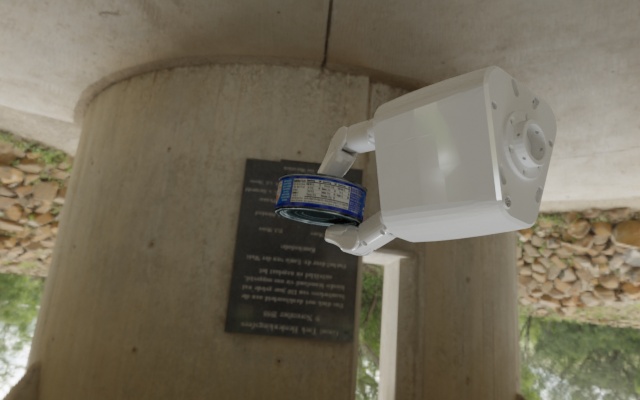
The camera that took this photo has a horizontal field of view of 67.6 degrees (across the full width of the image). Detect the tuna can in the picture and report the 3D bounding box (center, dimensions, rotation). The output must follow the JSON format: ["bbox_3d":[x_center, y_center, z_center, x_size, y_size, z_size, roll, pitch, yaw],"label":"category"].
[{"bbox_3d":[0.000,0.002,0.454,0.086,0.033,0.086,8,-12,2],"label":"tuna can"}]
